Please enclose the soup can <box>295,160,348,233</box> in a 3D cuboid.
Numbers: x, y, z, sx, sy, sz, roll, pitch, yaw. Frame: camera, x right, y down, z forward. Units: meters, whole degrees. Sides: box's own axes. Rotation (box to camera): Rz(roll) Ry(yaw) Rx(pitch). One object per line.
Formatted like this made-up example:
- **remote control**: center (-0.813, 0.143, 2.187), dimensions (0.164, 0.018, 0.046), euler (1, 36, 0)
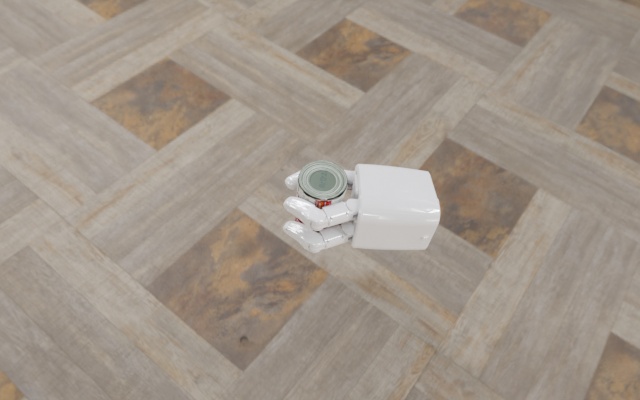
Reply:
- **soup can**: center (0.000, 0.002, 0.661), dimensions (0.068, 0.068, 0.102), euler (0, -36, -5)
